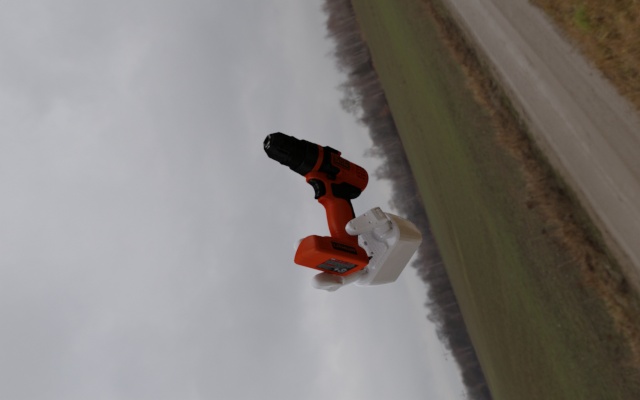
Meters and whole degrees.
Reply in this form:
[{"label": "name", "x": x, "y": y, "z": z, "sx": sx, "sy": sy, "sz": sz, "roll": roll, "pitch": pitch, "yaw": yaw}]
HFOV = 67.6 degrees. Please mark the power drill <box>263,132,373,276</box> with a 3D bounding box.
[{"label": "power drill", "x": 0.000, "y": 0.003, "z": 0.672, "sx": 0.184, "sy": 0.187, "sz": 0.057, "roll": 19, "pitch": -36, "yaw": -33}]
